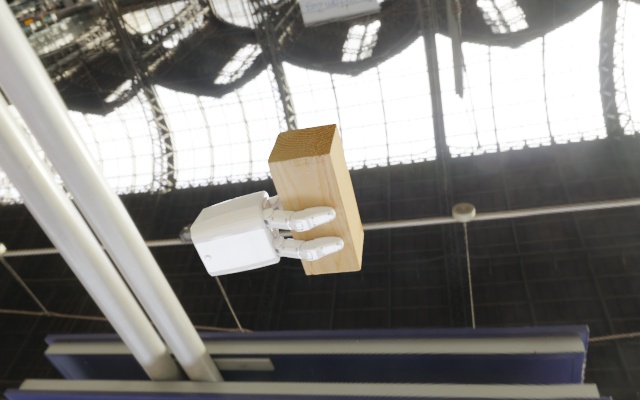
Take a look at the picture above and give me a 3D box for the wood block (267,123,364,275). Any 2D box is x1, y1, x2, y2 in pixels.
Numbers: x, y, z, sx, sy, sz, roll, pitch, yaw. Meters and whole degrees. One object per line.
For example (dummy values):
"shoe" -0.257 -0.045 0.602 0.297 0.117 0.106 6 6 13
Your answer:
"wood block" 0.000 0.002 0.709 0.090 0.206 0.090 -7 35 13
